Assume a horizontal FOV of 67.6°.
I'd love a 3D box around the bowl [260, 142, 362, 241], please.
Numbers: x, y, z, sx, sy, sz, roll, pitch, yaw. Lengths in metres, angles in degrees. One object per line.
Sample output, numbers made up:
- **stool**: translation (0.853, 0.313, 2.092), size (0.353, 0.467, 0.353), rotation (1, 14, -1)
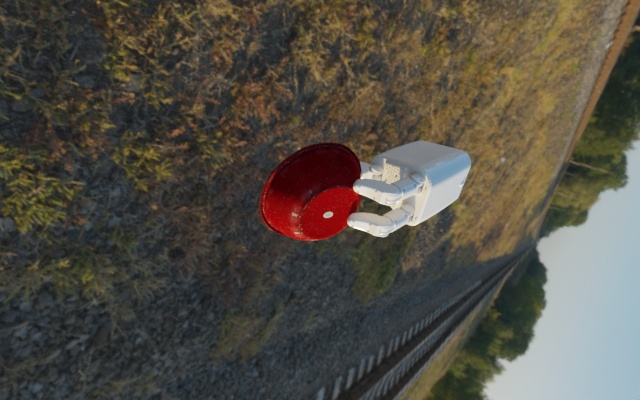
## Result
- **bowl**: translation (-0.001, 0.003, 0.660), size (0.162, 0.162, 0.055), rotation (0, 36, -34)
